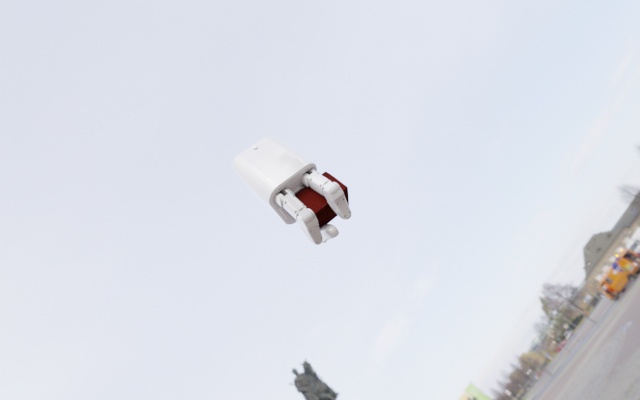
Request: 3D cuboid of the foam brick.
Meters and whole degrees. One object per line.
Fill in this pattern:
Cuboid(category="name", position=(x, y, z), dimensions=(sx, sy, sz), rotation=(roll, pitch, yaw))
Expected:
Cuboid(category="foam brick", position=(0.000, 0.002, 0.756), dimensions=(0.078, 0.053, 0.051), rotation=(-38, 58, -24))
